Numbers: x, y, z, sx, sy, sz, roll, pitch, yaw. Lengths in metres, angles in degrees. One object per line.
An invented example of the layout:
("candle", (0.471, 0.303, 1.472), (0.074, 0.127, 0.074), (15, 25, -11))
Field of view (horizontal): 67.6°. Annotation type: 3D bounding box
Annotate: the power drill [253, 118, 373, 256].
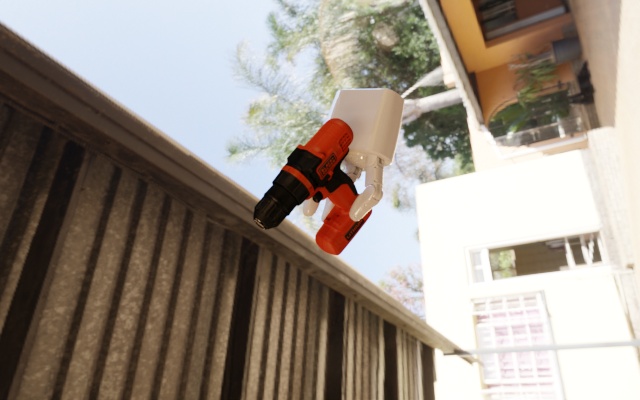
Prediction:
("power drill", (0.000, 0.002, 0.686), (0.057, 0.184, 0.188), (30, -19, 35))
